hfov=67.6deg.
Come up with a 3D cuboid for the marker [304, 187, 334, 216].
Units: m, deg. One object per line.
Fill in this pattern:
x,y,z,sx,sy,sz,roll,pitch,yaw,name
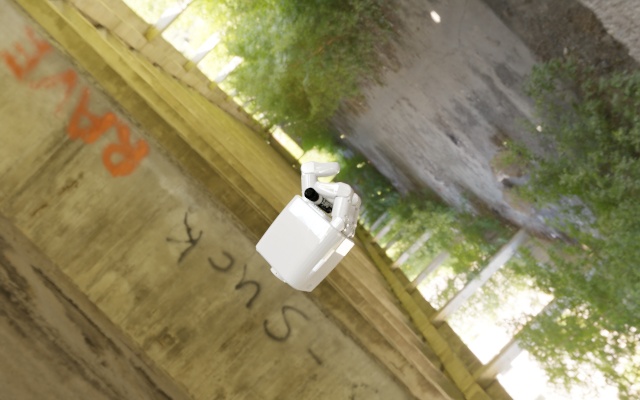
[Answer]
0.000,0.002,0.739,0.020,0.020,0.121,0,-13,17,marker
